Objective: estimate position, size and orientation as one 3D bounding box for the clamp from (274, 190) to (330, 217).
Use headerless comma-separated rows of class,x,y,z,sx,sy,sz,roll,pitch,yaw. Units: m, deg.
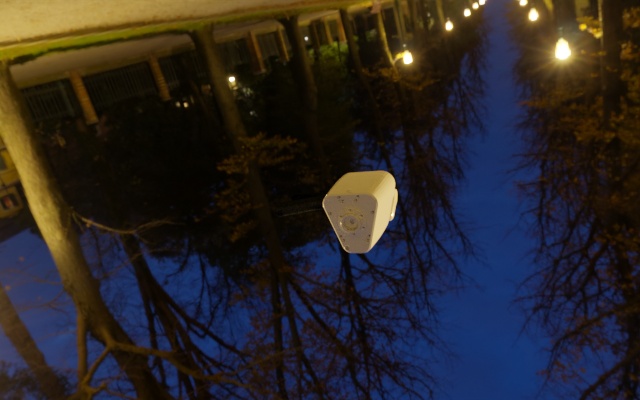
clamp,0.000,0.003,0.886,0.171,0.039,0.120,-7,15,24
